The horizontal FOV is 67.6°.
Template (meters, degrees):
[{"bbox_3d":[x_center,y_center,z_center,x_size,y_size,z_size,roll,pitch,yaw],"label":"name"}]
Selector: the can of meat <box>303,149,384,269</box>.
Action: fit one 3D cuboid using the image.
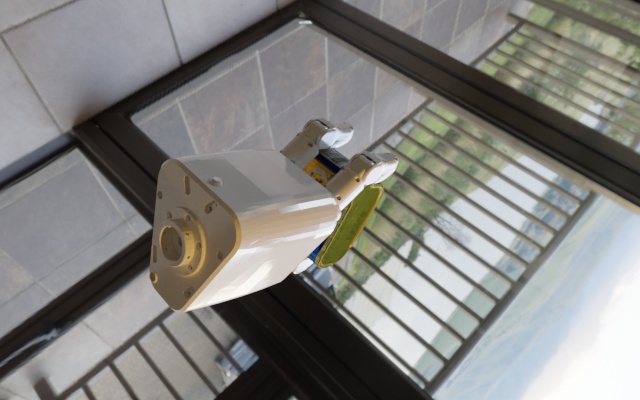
[{"bbox_3d":[0.000,0.002,0.457,0.084,0.102,0.057,39,24,27],"label":"can of meat"}]
